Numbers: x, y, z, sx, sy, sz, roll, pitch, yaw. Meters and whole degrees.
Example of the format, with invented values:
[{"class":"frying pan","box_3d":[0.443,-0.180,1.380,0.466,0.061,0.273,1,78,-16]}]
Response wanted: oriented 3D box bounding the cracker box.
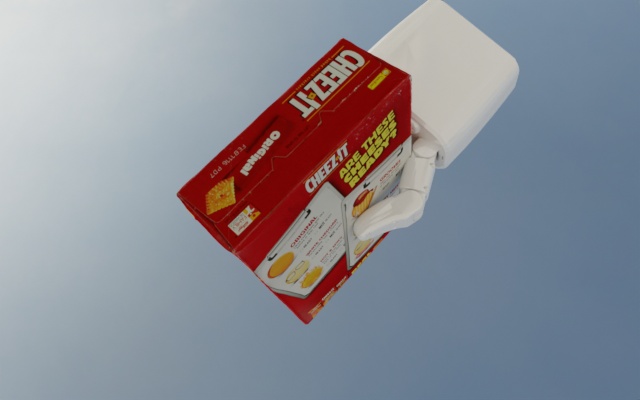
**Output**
[{"class":"cracker box","box_3d":[0.000,0.001,0.401,0.072,0.164,0.214,38,-13,25]}]
